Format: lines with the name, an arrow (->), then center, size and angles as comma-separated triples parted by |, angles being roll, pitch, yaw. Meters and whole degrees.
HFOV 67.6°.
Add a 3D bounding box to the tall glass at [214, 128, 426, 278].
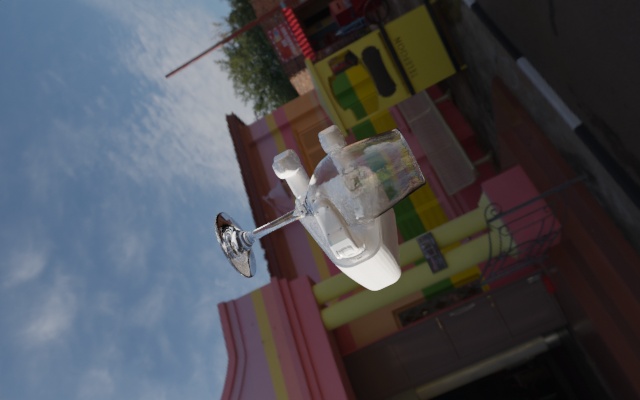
tall glass -> -0.001, 0.002, 0.475 | 0.201, 0.079, 0.079 | -27, -5, 10
